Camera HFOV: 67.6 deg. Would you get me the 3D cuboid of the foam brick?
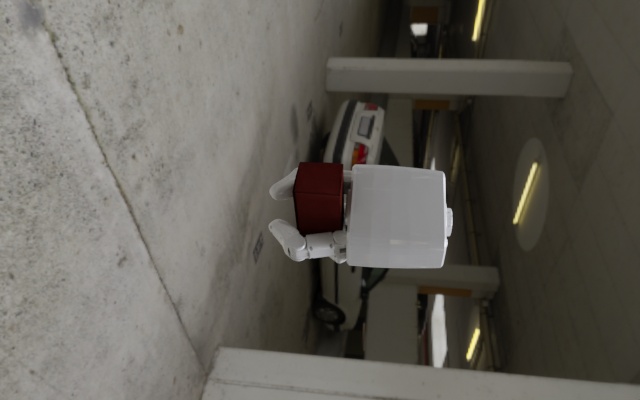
[{"bbox_3d":[0.000,0.002,0.538,0.051,0.078,0.053,3,45,7],"label":"foam brick"}]
